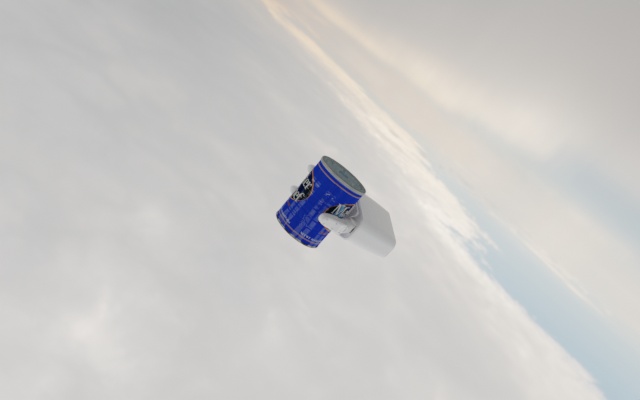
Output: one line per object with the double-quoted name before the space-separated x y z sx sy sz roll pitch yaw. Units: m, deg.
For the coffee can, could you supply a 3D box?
"coffee can" 0.000 0.003 0.880 0.103 0.140 0.102 37 16 -12
